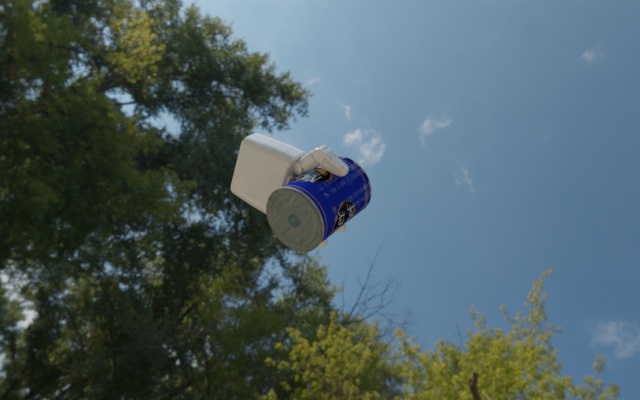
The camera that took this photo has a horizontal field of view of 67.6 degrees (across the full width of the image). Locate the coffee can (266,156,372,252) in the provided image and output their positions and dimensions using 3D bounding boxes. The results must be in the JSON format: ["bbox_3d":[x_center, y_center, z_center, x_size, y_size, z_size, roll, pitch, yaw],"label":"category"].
[{"bbox_3d":[0.000,0.003,0.738,0.103,0.103,0.140,0,23,39],"label":"coffee can"}]
